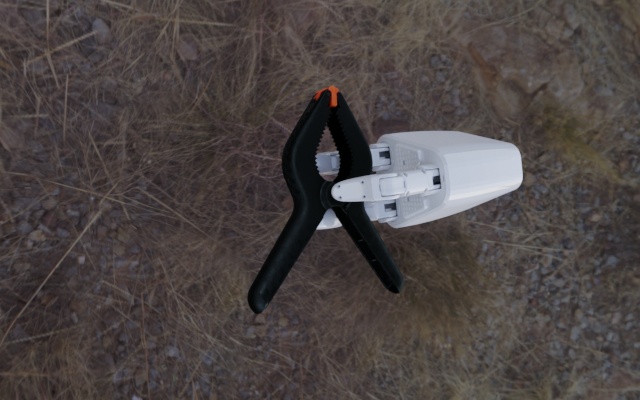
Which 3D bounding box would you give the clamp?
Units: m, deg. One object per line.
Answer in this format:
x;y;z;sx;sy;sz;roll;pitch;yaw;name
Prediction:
0.001;0.001;0.445;0.164;0.210;0.036;-9;4;-30;clamp
